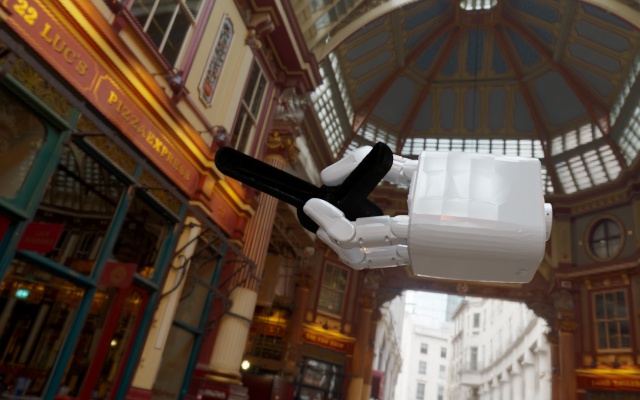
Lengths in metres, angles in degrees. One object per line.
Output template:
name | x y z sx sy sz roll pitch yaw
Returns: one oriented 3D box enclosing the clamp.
clamp | 0.001 0.001 0.483 0.164 0.036 0.210 5 -25 17
